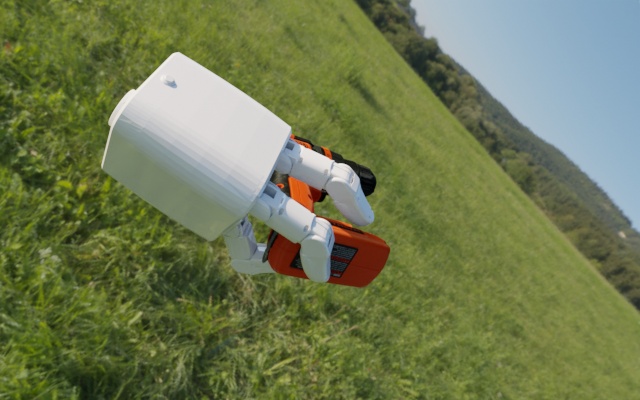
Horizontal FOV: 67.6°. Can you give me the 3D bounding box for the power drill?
[{"bbox_3d":[0.000,0.002,0.478,0.184,0.057,0.187,13,29,-26],"label":"power drill"}]
